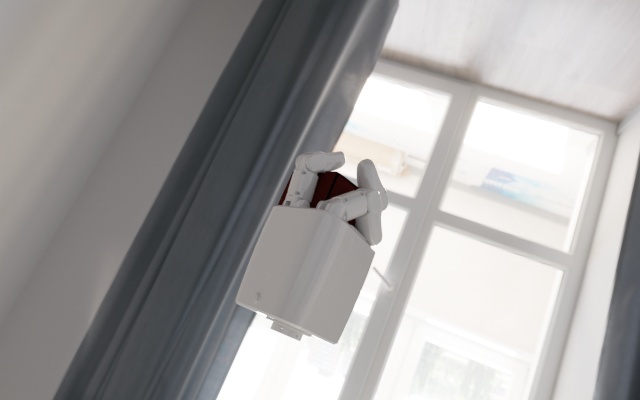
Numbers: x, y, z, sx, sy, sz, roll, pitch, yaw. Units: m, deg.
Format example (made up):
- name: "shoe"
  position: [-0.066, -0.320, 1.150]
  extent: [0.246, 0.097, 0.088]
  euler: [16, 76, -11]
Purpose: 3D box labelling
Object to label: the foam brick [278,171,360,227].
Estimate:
- name: "foam brick"
  position: [0.000, 0.002, 0.526]
  extent: [0.053, 0.051, 0.078]
  euler: [34, -19, -37]
